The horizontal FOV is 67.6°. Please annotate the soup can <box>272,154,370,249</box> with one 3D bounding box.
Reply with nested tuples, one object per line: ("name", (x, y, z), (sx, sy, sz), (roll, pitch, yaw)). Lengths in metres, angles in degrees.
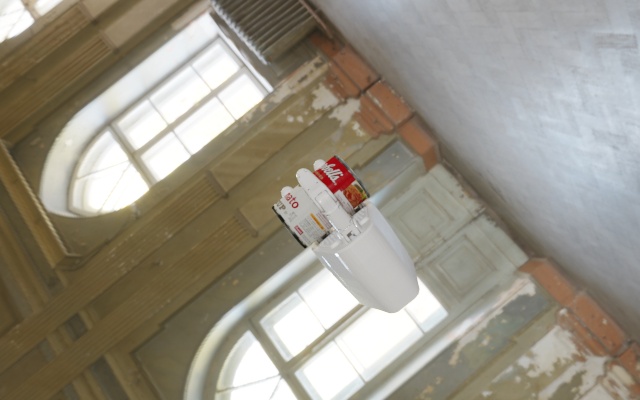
("soup can", (0.000, 0.002, 0.582), (0.102, 0.068, 0.068), (-39, 2, -2))
